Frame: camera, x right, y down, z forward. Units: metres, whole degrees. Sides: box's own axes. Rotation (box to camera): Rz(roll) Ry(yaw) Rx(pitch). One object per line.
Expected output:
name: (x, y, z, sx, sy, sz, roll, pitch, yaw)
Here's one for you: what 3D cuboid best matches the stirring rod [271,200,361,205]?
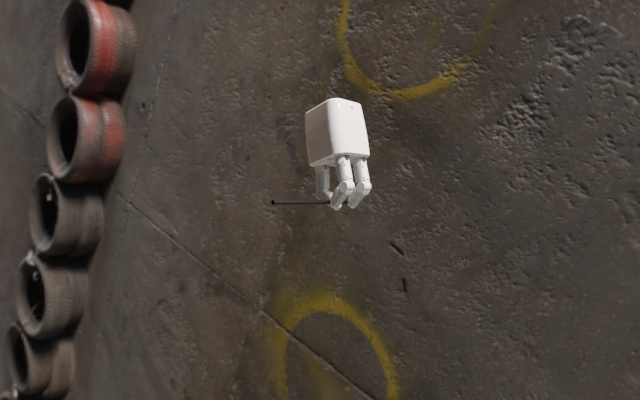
stirring rod: (0.000, 0.003, 0.860, 0.011, 0.011, 0.239, 0, 0, 40)
